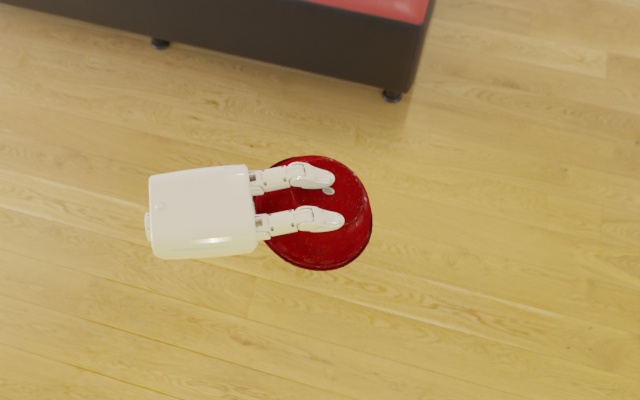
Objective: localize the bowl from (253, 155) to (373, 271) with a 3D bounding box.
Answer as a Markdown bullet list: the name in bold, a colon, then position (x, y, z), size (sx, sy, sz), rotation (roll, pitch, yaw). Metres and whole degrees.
- **bowl**: position (0.001, 0.001, 0.587), size (0.162, 0.162, 0.055), rotation (0, -26, -21)
